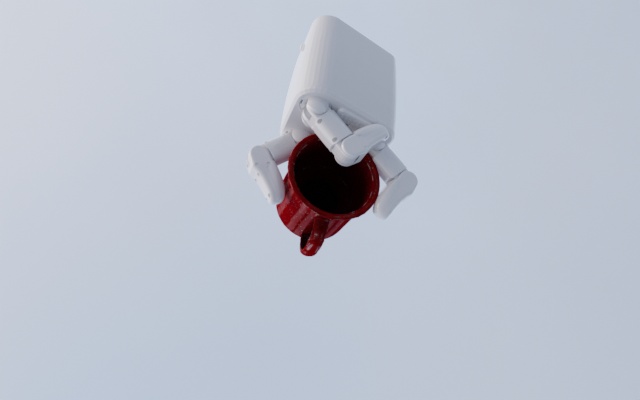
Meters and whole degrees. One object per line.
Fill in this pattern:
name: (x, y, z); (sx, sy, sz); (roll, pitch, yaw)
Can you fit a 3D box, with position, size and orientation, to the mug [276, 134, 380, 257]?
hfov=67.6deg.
mug: (0.000, 0.003, 0.482); (0.093, 0.117, 0.081); (16, -28, -12)
